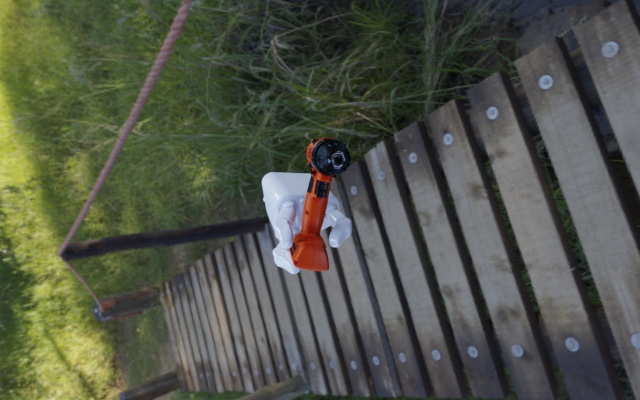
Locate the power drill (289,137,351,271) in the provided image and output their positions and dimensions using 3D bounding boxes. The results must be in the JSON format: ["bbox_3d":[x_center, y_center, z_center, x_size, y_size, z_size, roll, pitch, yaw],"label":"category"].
[{"bbox_3d":[0.000,0.003,0.690,0.057,0.187,0.184,10,8,-7],"label":"power drill"}]
